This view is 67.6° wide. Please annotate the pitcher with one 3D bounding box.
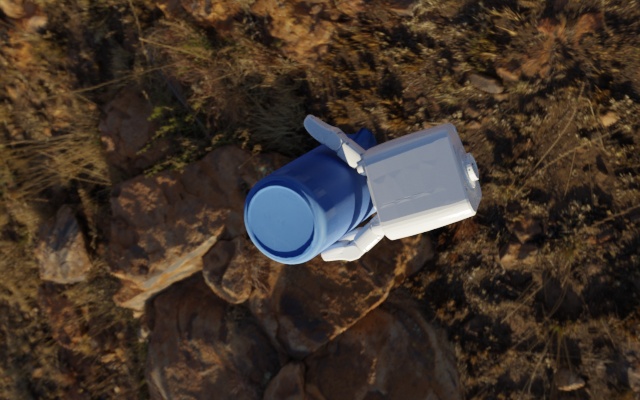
[{"bbox_3d":[0.000,0.002,0.647,0.145,0.149,0.242,-17,8,28],"label":"pitcher"}]
